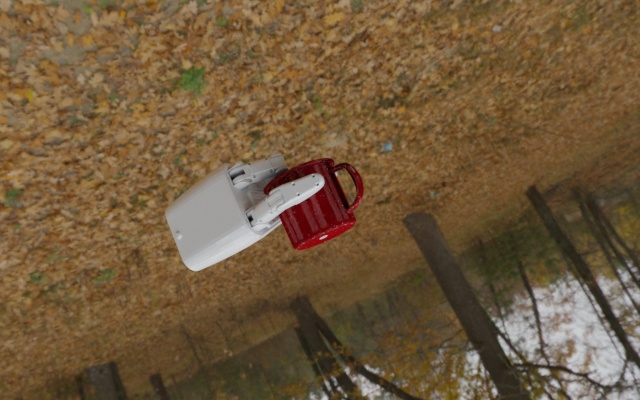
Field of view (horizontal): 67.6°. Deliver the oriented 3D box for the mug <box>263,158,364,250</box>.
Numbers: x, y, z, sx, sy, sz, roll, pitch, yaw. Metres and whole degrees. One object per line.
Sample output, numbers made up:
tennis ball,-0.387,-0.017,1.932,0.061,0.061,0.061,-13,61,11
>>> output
mug,0.001,0.001,0.560,0.117,0.081,0.093,-30,-13,25
